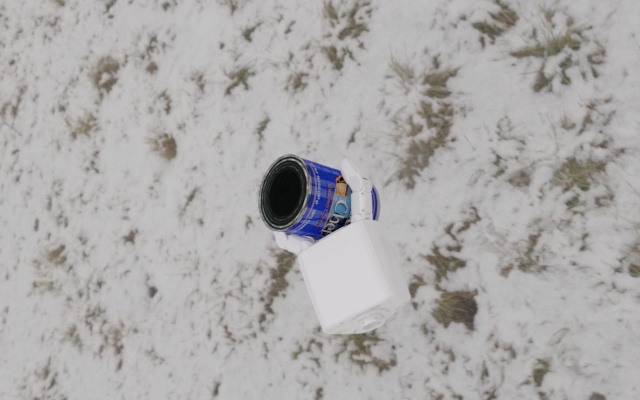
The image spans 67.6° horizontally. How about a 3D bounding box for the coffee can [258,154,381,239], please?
[{"bbox_3d":[0.000,0.002,0.661,0.140,0.103,0.103,14,-10,-43],"label":"coffee can"}]
